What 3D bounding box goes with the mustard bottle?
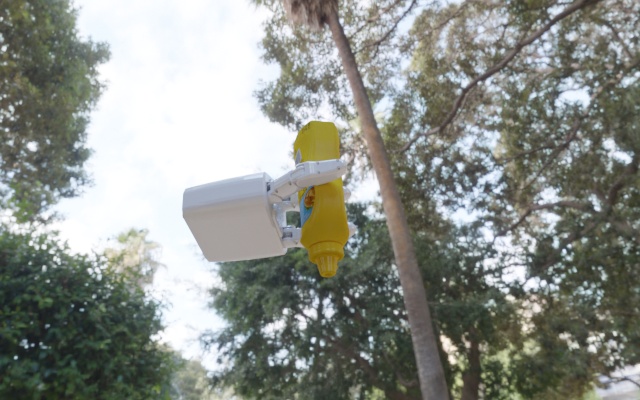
[{"bbox_3d":[0.000,0.002,0.590,0.058,0.191,0.096,4,-31,-15],"label":"mustard bottle"}]
